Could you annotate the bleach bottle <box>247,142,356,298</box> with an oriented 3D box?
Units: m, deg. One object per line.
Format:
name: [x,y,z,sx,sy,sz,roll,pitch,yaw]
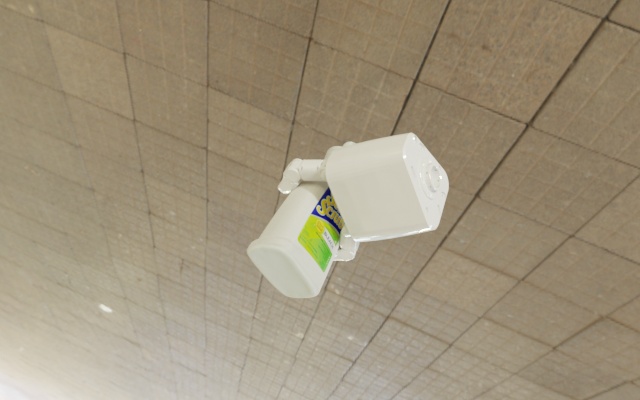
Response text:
bleach bottle: [0.000,0.002,0.640,0.068,0.103,0.250,-9,39,36]
